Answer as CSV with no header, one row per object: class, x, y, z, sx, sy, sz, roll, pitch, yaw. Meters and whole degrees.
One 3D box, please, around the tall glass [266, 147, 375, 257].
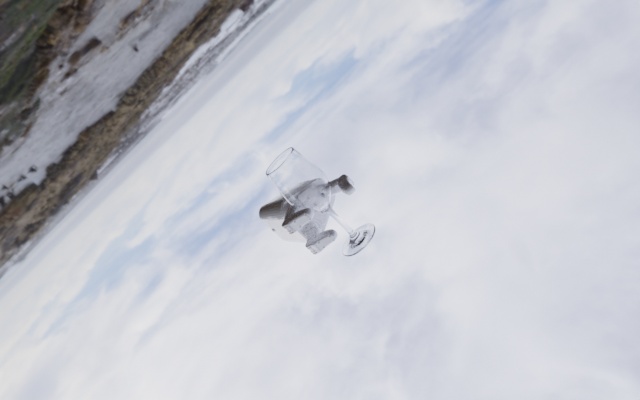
tall glass,0.001,0.003,0.799,0.201,0.079,0.079,45,-19,-20
